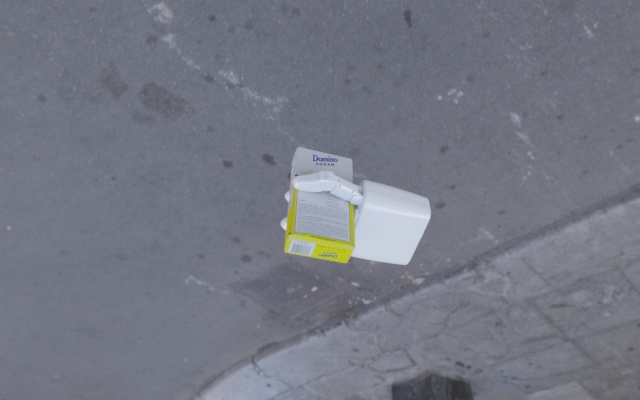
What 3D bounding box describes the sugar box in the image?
[{"bbox_3d":[0.000,0.003,0.704,0.093,0.176,0.048,12,-45,-10],"label":"sugar box"}]
